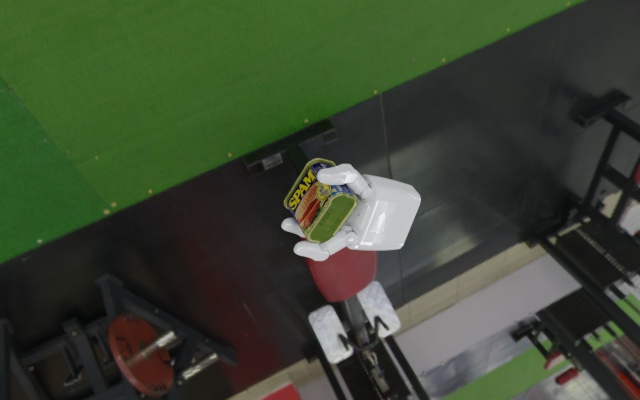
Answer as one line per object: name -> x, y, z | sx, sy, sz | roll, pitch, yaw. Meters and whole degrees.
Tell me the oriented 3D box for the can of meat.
can of meat -> 0.000, 0.002, 0.721 | 0.057, 0.102, 0.084 | 11, 34, -40
